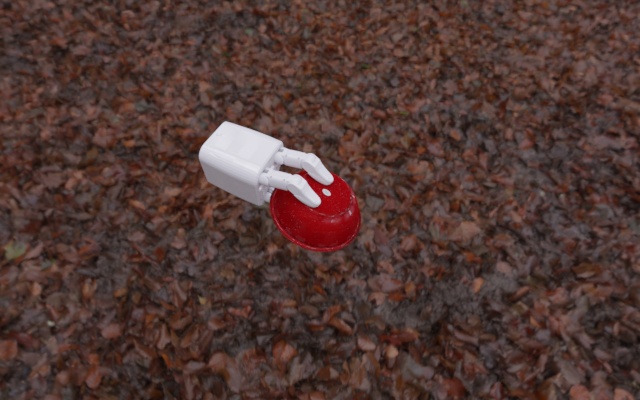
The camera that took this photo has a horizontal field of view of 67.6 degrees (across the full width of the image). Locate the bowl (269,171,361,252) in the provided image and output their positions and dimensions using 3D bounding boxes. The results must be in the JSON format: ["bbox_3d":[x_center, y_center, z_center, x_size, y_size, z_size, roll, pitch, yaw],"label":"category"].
[{"bbox_3d":[0.002,0.003,0.789,0.162,0.162,0.055,0,-35,-21],"label":"bowl"}]
